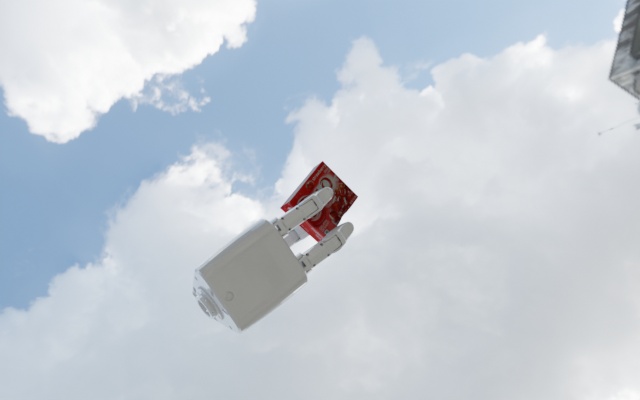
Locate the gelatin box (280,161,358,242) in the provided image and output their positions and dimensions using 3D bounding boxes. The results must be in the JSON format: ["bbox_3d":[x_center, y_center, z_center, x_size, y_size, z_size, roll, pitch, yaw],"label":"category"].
[{"bbox_3d":[0.000,0.002,0.653,0.089,0.073,0.030,-52,12,-32],"label":"gelatin box"}]
